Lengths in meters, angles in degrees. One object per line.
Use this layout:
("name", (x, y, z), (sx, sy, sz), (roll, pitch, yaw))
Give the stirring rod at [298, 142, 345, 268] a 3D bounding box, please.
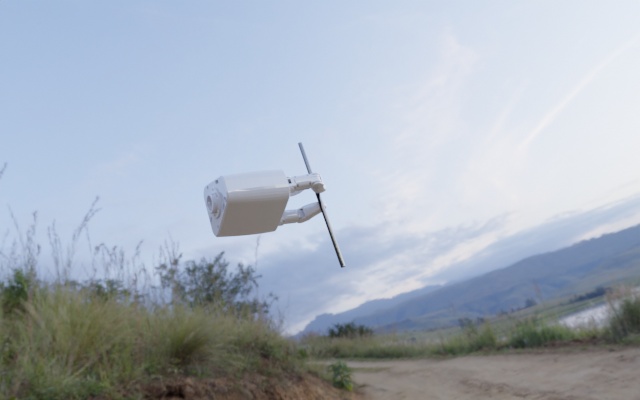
("stirring rod", (0.000, 0.003, 0.828), (0.011, 0.239, 0.011), (-17, -20, -6))
